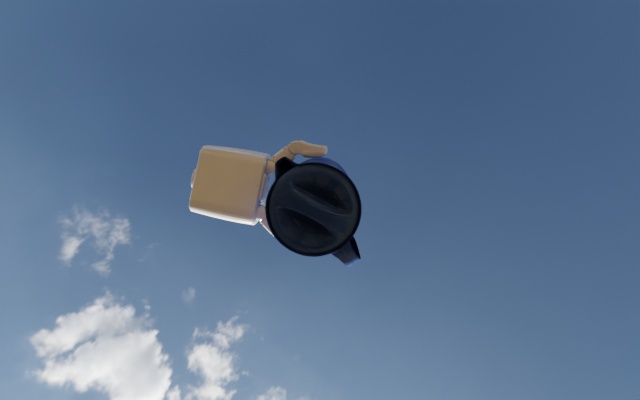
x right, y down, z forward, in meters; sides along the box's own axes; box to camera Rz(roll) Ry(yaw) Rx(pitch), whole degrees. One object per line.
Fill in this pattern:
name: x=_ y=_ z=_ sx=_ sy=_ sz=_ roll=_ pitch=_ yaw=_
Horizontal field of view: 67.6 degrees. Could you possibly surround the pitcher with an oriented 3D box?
pitcher: x=0.000 y=0.002 z=0.768 sx=0.145 sy=0.149 sz=0.243 roll=9 pitch=10 yaw=1
